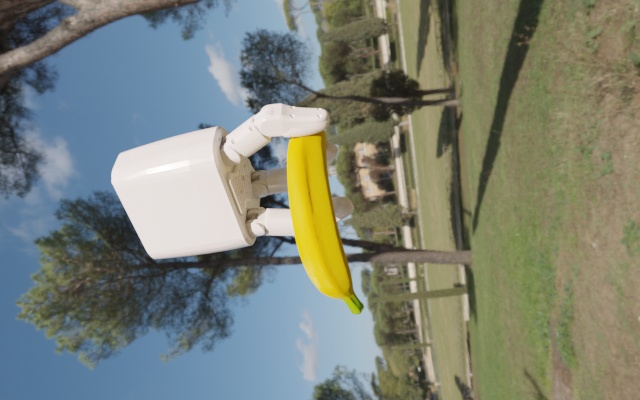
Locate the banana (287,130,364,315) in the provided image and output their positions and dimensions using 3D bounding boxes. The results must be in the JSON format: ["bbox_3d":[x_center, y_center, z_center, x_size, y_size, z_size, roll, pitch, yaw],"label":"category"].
[{"bbox_3d":[-0.004,-0.001,0.413,0.037,0.197,0.070,-15,-22,11],"label":"banana"}]
